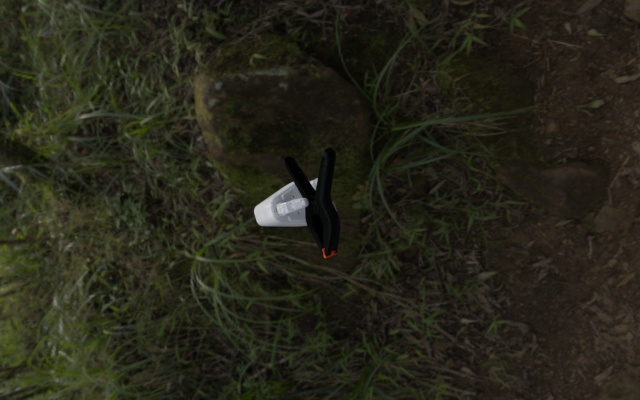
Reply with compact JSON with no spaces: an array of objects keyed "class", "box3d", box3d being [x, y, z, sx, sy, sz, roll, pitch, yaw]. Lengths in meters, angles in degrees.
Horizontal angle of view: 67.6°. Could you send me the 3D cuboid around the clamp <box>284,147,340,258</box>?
[{"class":"clamp","box3d":[-0.001,0.004,0.893,0.036,0.210,0.164,-17,0,-30]}]
